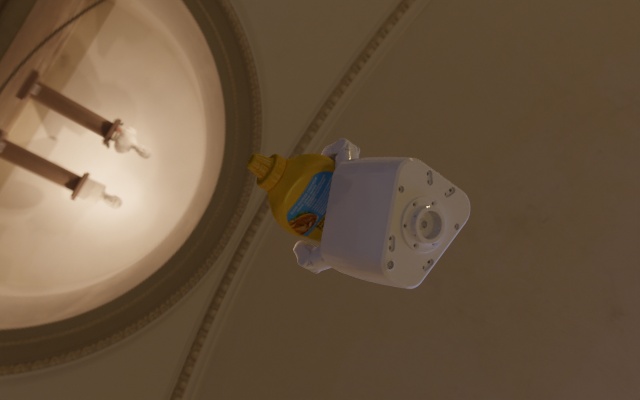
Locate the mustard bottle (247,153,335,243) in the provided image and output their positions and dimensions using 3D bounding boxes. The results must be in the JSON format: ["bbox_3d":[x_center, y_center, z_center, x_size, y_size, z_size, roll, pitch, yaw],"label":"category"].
[{"bbox_3d":[0.000,0.002,0.549,0.192,0.096,0.058,31,12,-25],"label":"mustard bottle"}]
